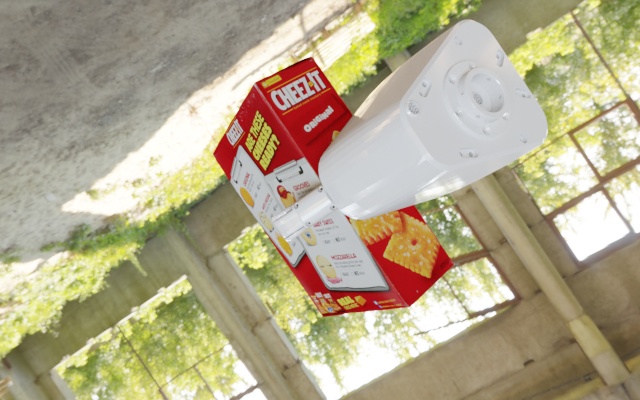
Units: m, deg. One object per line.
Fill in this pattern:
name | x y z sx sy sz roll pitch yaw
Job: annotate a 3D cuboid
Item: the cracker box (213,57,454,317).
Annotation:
cracker box | 0.000 0.002 0.452 0.072 0.213 0.164 -34 1 -29
